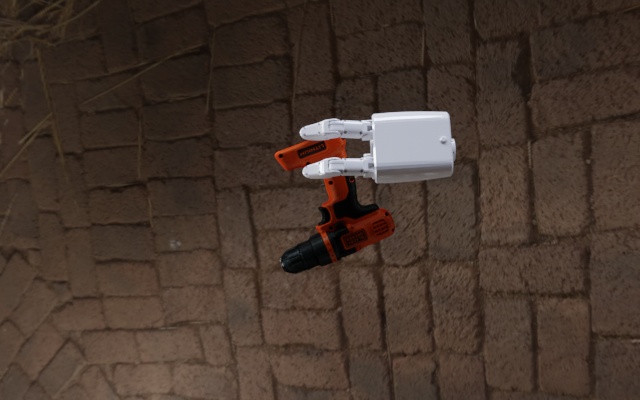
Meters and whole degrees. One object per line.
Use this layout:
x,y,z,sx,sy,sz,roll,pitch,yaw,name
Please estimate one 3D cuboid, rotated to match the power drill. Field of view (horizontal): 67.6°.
0.000,0.002,0.721,0.184,0.188,0.057,-23,8,-4,power drill
